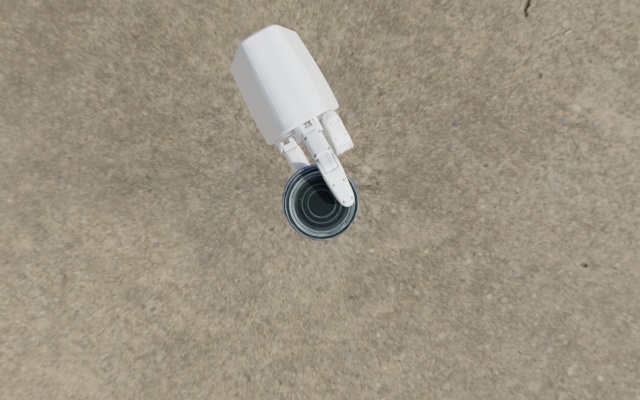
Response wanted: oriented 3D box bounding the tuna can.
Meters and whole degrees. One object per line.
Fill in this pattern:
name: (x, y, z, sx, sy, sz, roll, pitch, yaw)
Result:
tuna can: (0.000, 0.002, 0.542, 0.086, 0.086, 0.033, 0, 7, -7)
